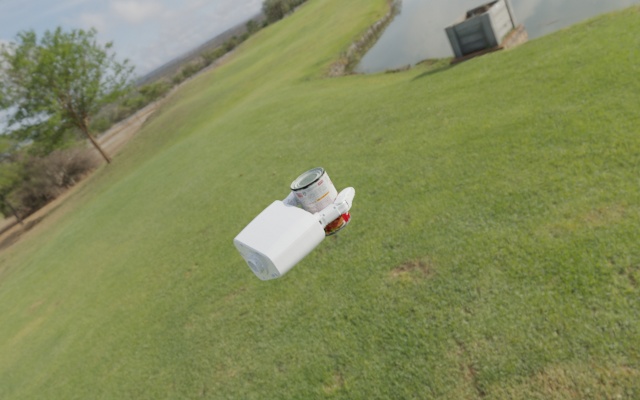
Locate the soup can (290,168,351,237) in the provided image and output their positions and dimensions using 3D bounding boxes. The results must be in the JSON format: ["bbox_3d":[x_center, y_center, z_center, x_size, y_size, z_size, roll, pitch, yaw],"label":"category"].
[{"bbox_3d":[0.000,0.002,0.830,0.068,0.102,0.068,-26,22,11],"label":"soup can"}]
